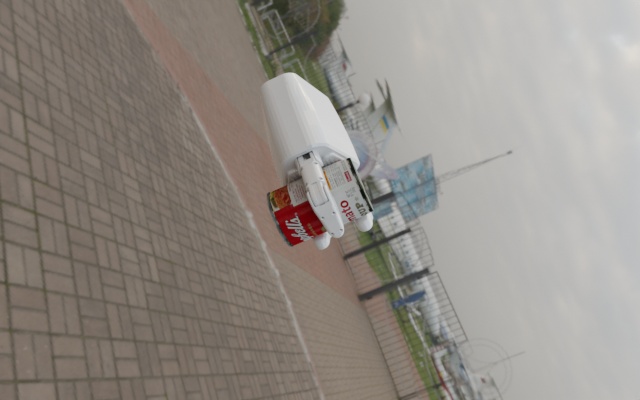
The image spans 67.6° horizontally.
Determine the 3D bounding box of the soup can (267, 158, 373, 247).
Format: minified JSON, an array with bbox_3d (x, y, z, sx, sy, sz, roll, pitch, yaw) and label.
[{"bbox_3d":[0.000,0.002,0.537,0.102,0.068,0.068,-24,-3,7],"label":"soup can"}]
